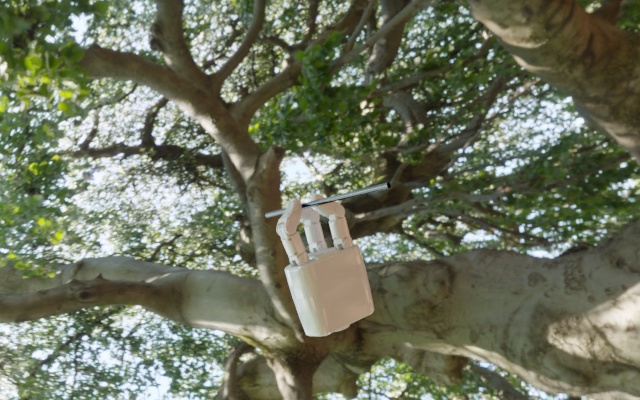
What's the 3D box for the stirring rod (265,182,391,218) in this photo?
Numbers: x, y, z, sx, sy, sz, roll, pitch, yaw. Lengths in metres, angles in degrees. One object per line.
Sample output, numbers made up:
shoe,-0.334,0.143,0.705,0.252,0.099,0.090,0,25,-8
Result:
stirring rod,0.000,0.002,0.676,0.239,0.011,0.011,-14,-10,43
